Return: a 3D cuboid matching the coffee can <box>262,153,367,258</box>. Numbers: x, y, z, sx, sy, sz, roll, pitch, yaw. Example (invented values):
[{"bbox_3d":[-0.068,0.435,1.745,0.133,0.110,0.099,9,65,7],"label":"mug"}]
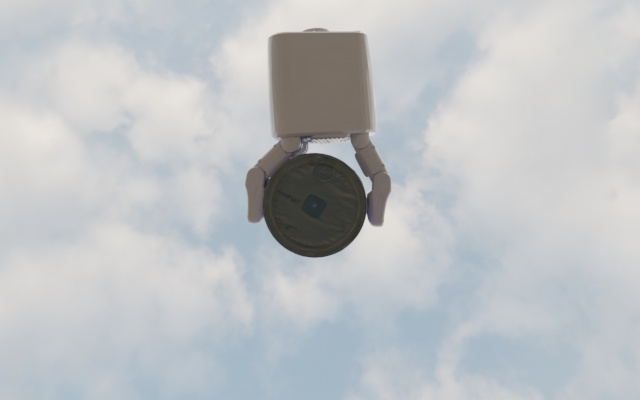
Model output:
[{"bbox_3d":[0.000,0.002,0.532,0.103,0.103,0.140,0,3,5],"label":"coffee can"}]
